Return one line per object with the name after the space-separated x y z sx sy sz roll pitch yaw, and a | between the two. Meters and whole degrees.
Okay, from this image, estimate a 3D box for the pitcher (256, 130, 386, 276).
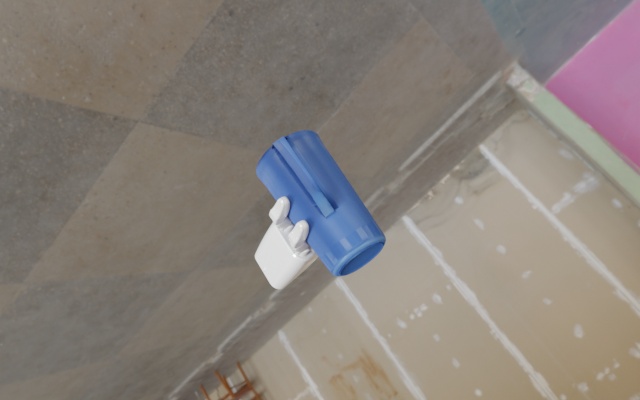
0.000 0.003 0.816 0.149 0.242 0.145 -13 -31 -44 | pitcher
